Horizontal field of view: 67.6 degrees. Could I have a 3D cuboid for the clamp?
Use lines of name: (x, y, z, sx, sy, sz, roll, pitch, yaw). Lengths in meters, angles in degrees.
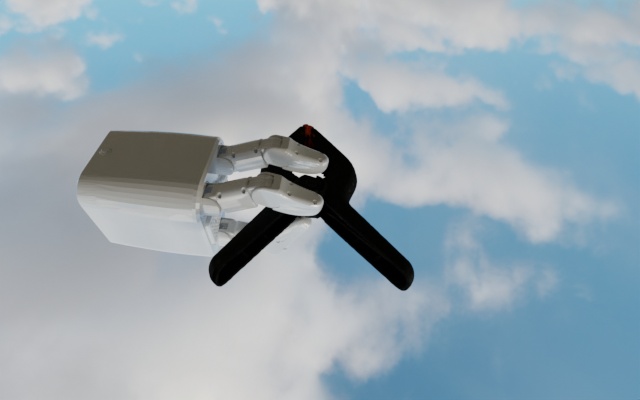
clamp: (0.000, 0.002, 0.446, 0.164, 0.036, 0.209, 8, 43, -2)
